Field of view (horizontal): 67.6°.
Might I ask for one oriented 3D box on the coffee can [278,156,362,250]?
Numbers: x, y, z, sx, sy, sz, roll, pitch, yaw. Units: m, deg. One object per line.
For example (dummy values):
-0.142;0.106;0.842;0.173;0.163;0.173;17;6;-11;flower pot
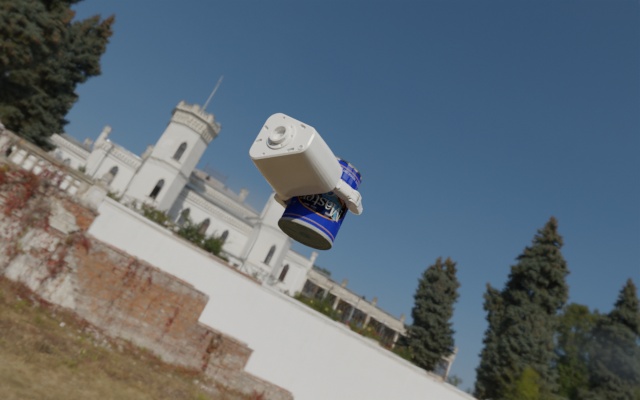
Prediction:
0.000;0.003;0.846;0.103;0.140;0.103;22;-22;10;coffee can
